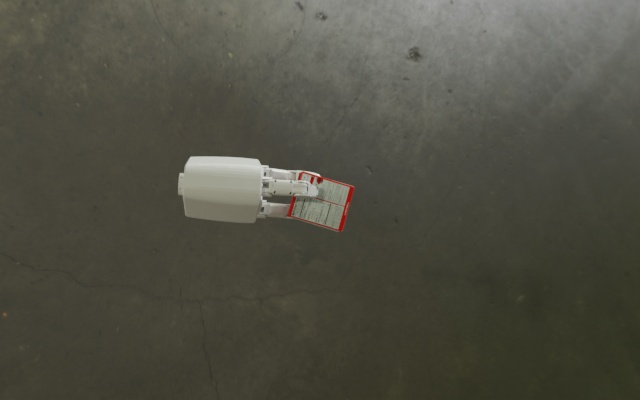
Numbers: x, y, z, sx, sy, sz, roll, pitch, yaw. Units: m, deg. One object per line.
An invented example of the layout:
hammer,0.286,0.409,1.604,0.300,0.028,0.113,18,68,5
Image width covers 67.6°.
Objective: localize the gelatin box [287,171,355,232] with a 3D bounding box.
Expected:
gelatin box,0.001,0.002,0.740,0.089,0.073,0.030,16,-7,-6
